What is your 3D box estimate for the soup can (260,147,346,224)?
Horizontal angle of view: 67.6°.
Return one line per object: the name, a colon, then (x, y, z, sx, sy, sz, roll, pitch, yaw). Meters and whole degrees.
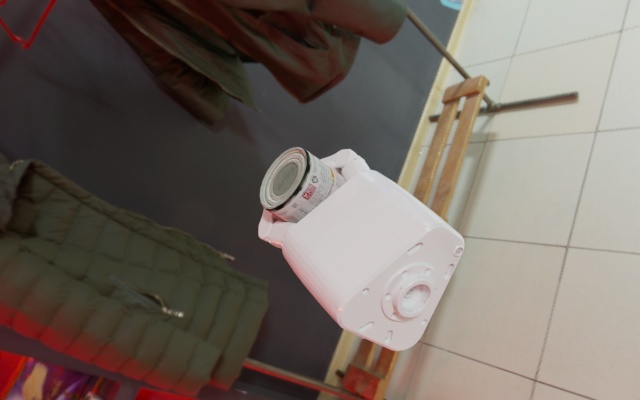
soup can: (0.000, 0.001, 0.467, 0.102, 0.068, 0.068, 33, -20, -34)
